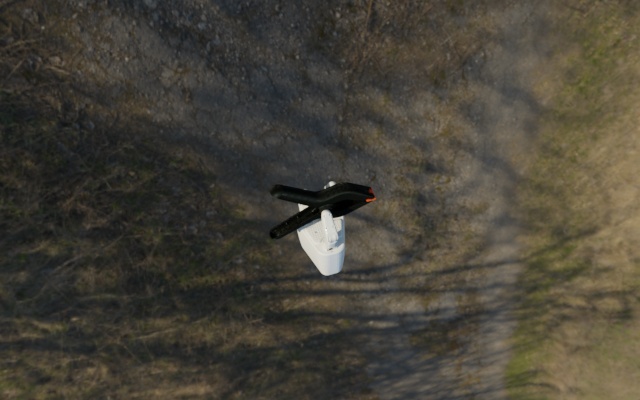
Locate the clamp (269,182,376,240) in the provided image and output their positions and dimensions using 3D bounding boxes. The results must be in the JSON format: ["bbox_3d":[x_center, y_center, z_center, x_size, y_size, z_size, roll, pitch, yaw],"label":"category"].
[{"bbox_3d":[0.001,0.004,0.872,0.210,0.036,0.165,-15,-29,-7],"label":"clamp"}]
